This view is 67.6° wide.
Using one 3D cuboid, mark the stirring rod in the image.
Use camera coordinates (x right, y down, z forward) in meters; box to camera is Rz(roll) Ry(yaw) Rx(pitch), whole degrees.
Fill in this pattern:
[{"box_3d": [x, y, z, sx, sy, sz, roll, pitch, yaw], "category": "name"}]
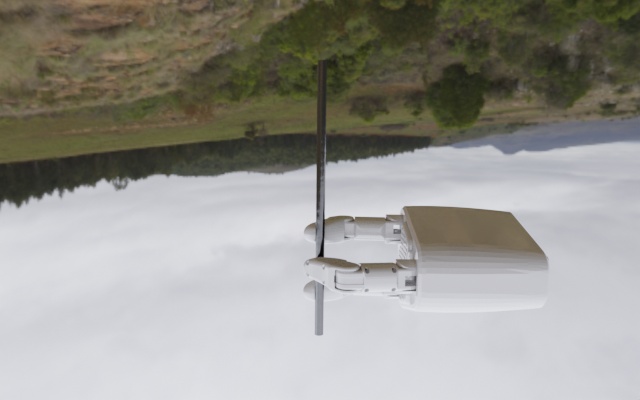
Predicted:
[{"box_3d": [0.000, 0.001, 0.418, 0.011, 0.239, 0.011, 1, 7, 0], "category": "stirring rod"}]
